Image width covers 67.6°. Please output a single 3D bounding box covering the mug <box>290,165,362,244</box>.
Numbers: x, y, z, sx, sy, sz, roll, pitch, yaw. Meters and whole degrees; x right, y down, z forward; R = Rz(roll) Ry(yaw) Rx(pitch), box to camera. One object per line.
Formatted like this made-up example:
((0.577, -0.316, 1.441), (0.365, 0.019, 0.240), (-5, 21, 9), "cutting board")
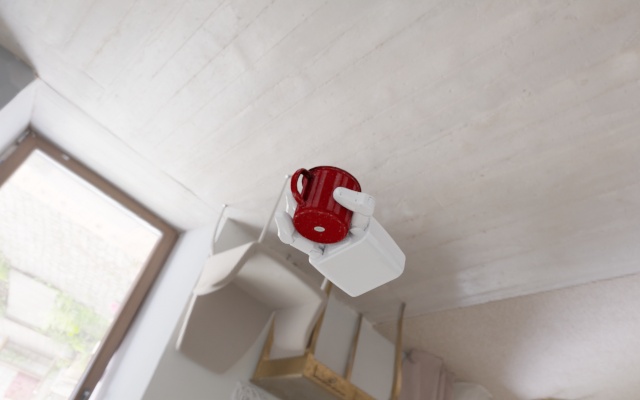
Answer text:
((-0.001, 0.002, 0.692), (0.093, 0.081, 0.117), (-19, -50, 37), "mug")
